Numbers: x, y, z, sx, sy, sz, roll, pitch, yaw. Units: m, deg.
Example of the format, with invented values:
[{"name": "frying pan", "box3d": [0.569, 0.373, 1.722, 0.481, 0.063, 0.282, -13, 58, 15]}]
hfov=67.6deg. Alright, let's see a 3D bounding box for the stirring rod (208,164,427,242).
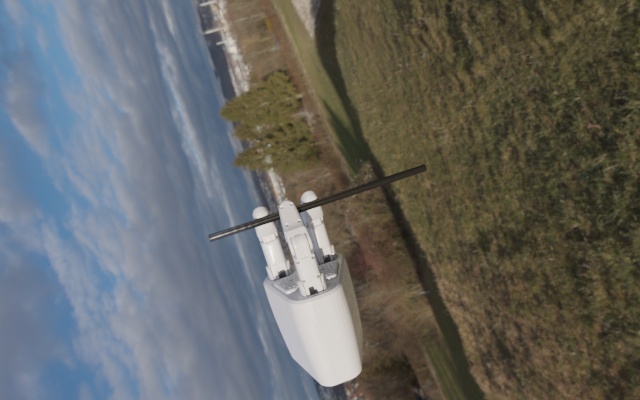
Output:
[{"name": "stirring rod", "box3d": [0.000, 0.002, 0.503, 0.239, 0.011, 0.011, -18, 2, -7]}]
